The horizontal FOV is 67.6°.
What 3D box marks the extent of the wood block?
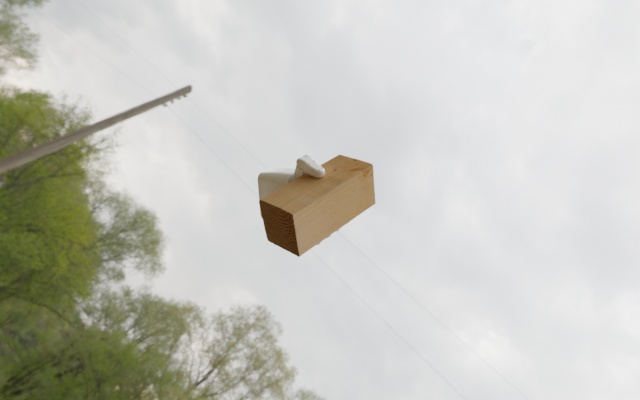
[{"bbox_3d":[0.000,0.002,0.876,0.090,0.091,0.206,22,42,40],"label":"wood block"}]
